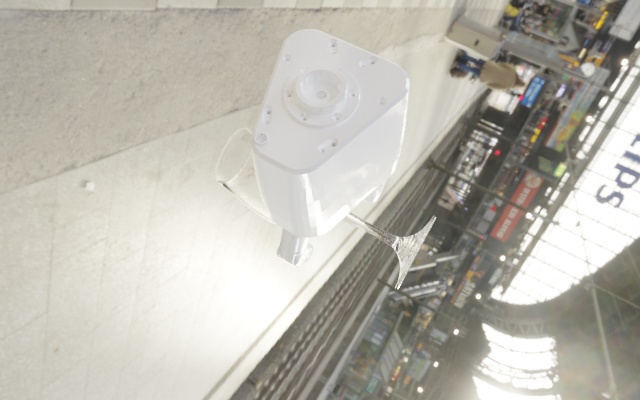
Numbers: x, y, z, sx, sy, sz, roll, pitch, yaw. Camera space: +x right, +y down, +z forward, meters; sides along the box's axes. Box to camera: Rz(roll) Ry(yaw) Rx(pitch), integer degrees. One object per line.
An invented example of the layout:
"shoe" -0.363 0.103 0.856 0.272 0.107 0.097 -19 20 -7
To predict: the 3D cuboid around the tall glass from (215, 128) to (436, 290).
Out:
"tall glass" 0.001 0.002 0.447 0.201 0.079 0.079 28 7 14
